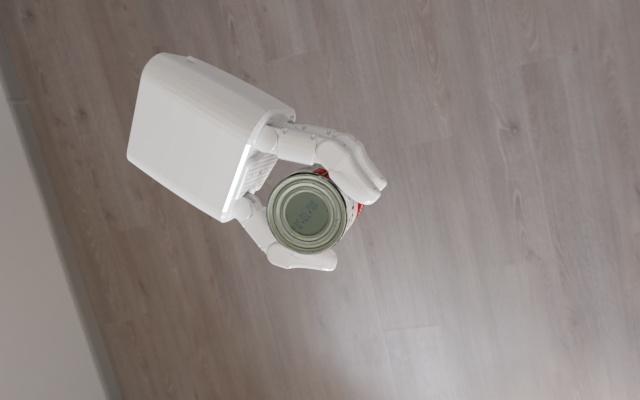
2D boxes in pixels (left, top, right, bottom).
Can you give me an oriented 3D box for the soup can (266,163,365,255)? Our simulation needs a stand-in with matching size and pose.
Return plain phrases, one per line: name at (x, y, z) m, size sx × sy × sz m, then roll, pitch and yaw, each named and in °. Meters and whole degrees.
soup can at (0.000, 0.002, 0.417) m, size 0.068 × 0.068 × 0.102 m, roll 0°, pitch 11°, yaw 14°
